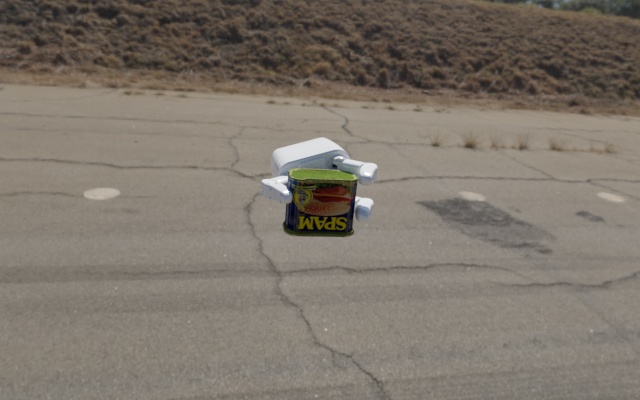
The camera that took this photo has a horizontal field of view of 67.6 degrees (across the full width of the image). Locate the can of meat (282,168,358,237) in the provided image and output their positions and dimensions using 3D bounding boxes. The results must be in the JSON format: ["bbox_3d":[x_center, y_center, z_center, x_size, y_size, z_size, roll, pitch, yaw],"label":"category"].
[{"bbox_3d":[0.000,0.002,0.676,0.102,0.084,0.057,2,19,-10],"label":"can of meat"}]
